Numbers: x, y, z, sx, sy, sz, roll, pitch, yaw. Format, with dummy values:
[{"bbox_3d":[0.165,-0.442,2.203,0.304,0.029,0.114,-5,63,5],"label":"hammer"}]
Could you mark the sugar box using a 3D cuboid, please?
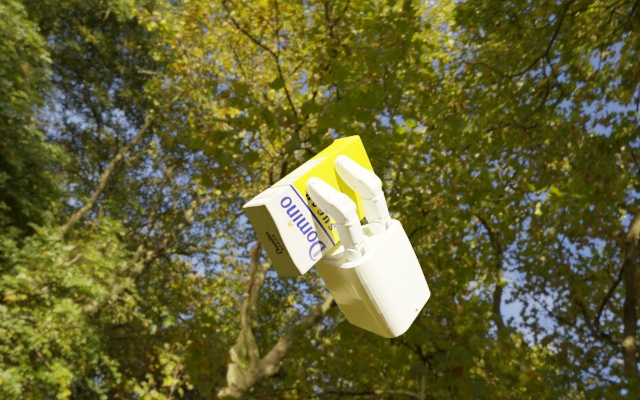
[{"bbox_3d":[0.001,0.002,0.559,0.048,0.093,0.176,-9,23,43],"label":"sugar box"}]
